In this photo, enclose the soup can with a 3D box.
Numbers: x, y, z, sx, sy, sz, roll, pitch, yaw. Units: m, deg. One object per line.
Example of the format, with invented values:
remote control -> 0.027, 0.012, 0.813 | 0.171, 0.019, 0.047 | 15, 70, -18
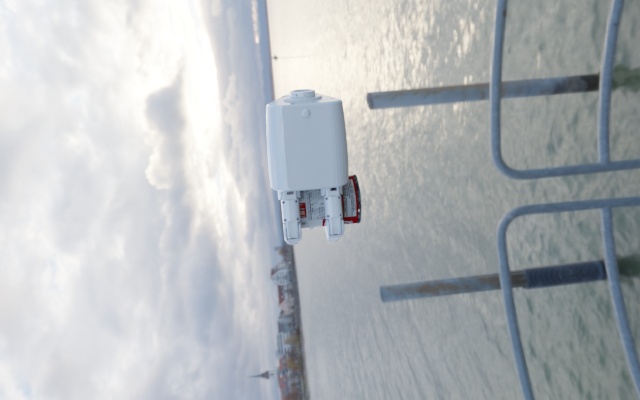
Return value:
soup can -> 0.000, 0.003, 0.651 | 0.102, 0.068, 0.068 | -5, 0, -5
